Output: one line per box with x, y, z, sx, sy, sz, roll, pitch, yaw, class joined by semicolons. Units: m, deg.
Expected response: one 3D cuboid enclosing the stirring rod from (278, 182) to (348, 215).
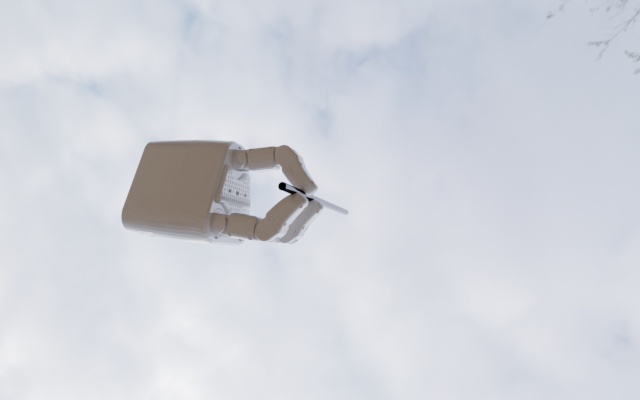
0.000;0.002;0.543;0.011;0.011;0.239;0;-7;17;stirring rod
